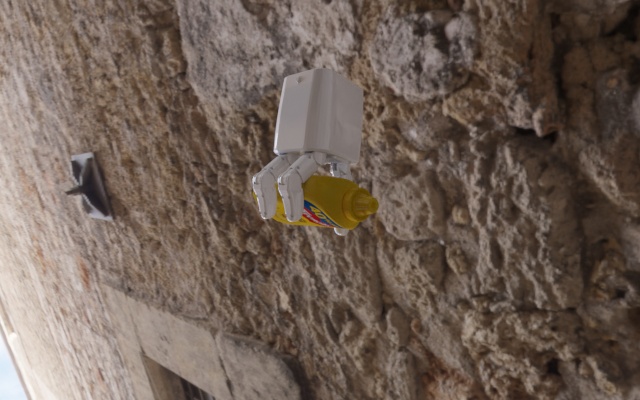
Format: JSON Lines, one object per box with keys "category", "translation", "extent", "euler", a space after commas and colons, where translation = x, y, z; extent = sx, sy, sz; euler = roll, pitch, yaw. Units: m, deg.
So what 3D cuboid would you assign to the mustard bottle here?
{"category": "mustard bottle", "translation": [0.000, 0.002, 0.627], "extent": [0.191, 0.058, 0.096], "euler": [2, -30, 49]}
